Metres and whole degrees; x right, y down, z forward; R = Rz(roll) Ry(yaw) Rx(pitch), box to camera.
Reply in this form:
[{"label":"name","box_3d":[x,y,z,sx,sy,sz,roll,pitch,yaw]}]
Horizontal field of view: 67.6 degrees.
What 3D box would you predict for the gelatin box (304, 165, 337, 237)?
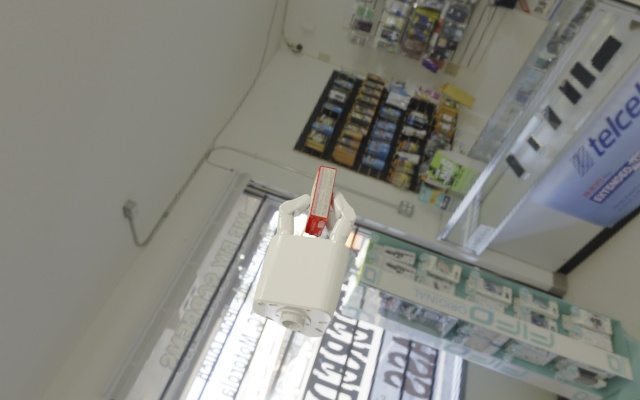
[{"label":"gelatin box","box_3d":[0.000,0.002,0.733,0.030,0.089,0.073,12,-25,-4]}]
